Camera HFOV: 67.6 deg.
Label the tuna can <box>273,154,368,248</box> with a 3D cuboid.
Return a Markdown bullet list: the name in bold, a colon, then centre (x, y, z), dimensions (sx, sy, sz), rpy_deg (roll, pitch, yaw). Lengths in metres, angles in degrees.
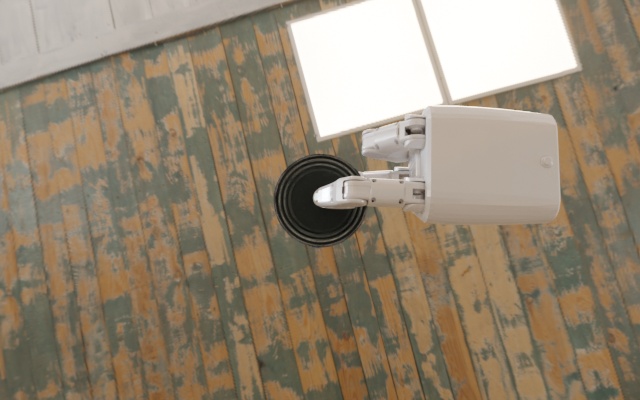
- **tuna can**: centre (0.000, 0.002, 0.447), dimensions (0.086, 0.086, 0.034), rpy_deg (0, -7, -1)
